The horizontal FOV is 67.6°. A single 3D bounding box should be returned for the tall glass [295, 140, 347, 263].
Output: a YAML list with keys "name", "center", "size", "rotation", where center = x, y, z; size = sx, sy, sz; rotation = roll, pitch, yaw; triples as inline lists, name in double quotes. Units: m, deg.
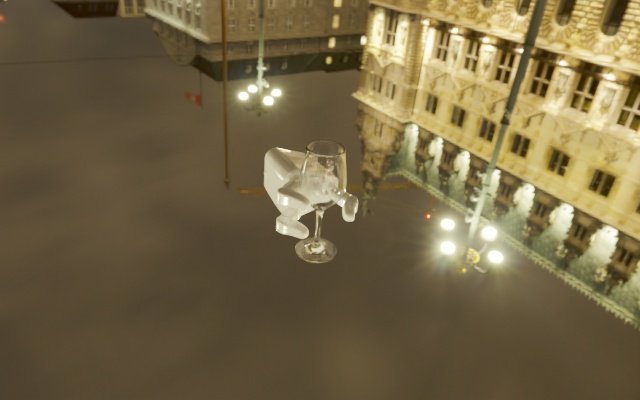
- name: "tall glass"
  center: [0.000, 0.003, 0.798]
  size: [0.079, 0.201, 0.079]
  rotation: [4, 31, -3]
